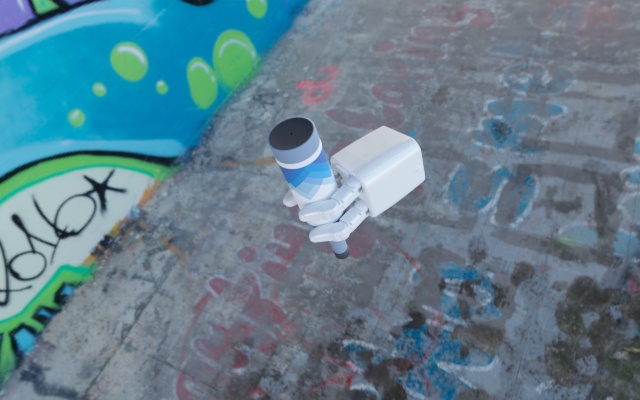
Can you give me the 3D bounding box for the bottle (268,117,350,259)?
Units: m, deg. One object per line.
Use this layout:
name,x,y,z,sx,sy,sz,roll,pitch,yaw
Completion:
bottle,0.000,0.002,0.741,0.069,0.069,0.296,0,-38,20
